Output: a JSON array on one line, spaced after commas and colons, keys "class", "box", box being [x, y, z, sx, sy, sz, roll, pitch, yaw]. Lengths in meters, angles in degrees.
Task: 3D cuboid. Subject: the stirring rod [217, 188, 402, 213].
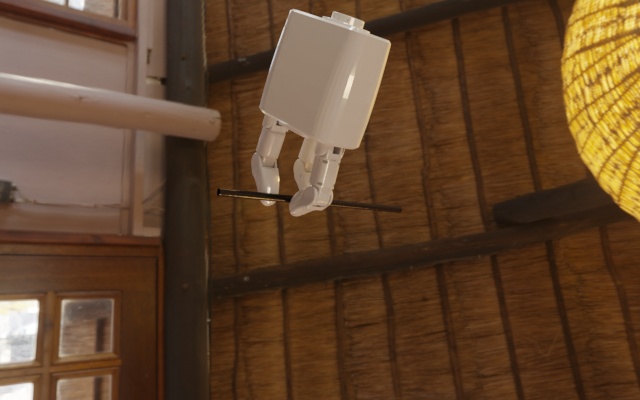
[{"class": "stirring rod", "box": [0.000, 0.002, 0.532, 0.239, 0.011, 0.011, 6, -3, -34]}]
